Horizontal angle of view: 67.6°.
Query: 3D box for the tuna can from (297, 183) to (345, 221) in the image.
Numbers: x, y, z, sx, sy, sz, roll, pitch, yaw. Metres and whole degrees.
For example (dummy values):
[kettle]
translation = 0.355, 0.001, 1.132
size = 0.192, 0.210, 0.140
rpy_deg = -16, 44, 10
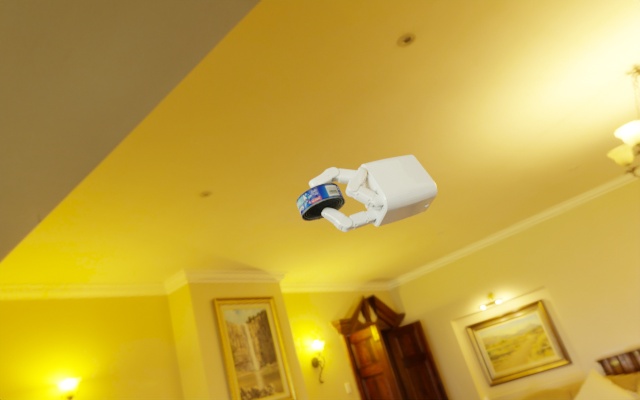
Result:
[tuna can]
translation = 0.000, 0.002, 0.878
size = 0.086, 0.033, 0.086
rpy_deg = -20, -21, -8
